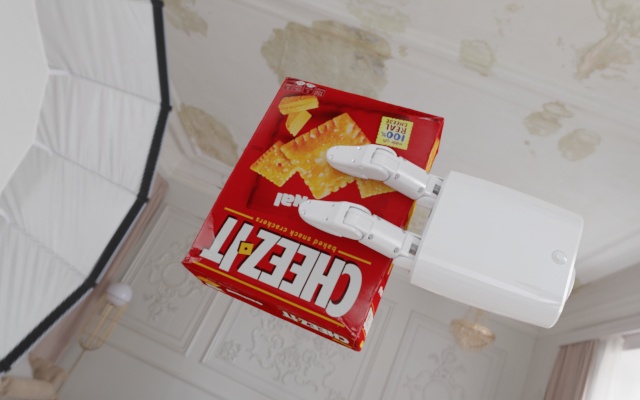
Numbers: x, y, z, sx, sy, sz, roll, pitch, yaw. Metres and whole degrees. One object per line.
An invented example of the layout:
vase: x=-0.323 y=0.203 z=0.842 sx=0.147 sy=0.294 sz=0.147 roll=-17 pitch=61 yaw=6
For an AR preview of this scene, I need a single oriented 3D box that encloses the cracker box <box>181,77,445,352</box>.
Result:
cracker box: x=0.000 y=0.001 z=0.439 sx=0.164 sy=0.213 sz=0.072 roll=19 pitch=-21 yaw=16
